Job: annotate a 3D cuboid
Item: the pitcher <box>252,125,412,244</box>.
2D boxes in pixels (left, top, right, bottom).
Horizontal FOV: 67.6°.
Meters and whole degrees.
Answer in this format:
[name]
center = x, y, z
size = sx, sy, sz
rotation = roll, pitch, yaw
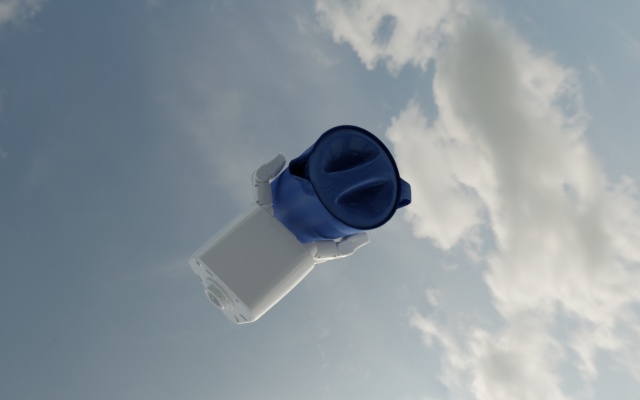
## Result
[pitcher]
center = 0.000, 0.002, 0.676
size = 0.145, 0.149, 0.243
rotation = -43, 8, -32
